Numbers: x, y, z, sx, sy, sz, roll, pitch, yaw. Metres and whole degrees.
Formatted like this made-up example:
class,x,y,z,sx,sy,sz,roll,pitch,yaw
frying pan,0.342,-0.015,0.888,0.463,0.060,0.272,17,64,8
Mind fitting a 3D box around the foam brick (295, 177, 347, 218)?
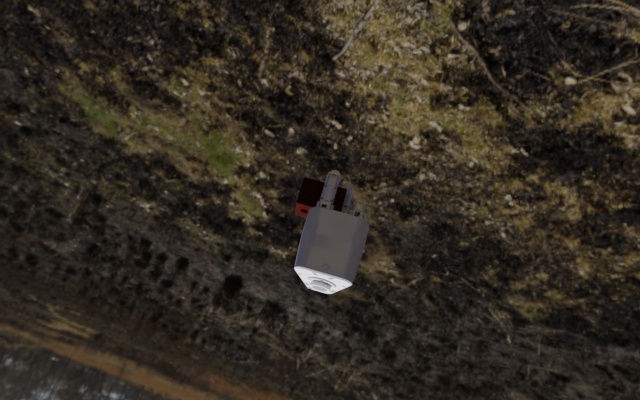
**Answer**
class,x,y,z,sx,sy,sz,roll,pitch,yaw
foam brick,0.000,0.003,0.811,0.078,0.051,0.053,16,-25,3
